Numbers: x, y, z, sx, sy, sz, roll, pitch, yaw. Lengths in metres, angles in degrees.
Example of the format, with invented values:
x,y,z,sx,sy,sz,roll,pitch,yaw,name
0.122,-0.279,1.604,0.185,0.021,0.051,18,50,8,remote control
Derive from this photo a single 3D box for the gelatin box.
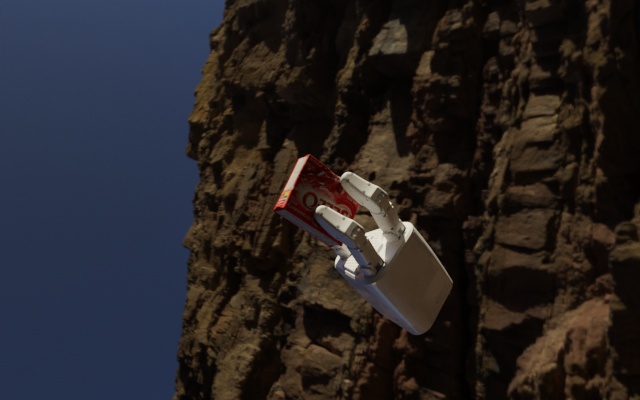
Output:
x,y,z,sx,sy,sz,roll,pitch,yaw,name
0.000,0.002,0.555,0.089,0.073,0.030,35,-24,-23,gelatin box
